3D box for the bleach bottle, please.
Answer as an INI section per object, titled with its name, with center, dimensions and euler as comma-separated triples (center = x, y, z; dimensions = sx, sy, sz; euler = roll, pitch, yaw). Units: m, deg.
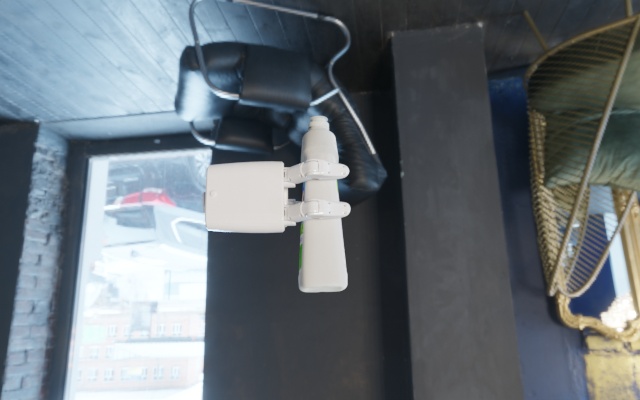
[bleach bottle]
center = 0.000, 0.002, 0.692
dimensions = 0.068, 0.250, 0.102
euler = -1, -15, -2
